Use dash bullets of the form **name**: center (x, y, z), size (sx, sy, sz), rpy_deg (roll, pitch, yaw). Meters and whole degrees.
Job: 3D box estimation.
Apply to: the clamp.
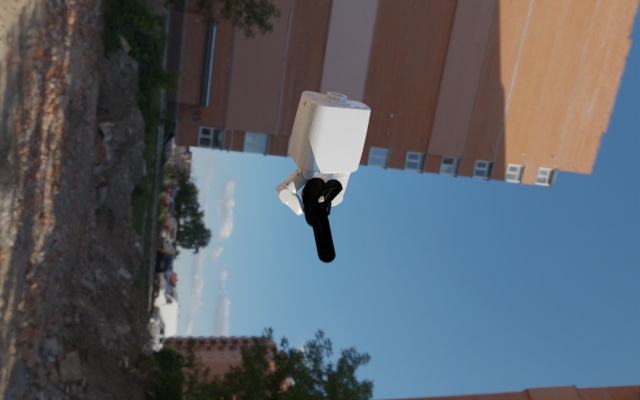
- **clamp**: center (0.001, 0.002, 0.720), size (0.039, 0.120, 0.171), rpy_deg (6, 24, -18)
